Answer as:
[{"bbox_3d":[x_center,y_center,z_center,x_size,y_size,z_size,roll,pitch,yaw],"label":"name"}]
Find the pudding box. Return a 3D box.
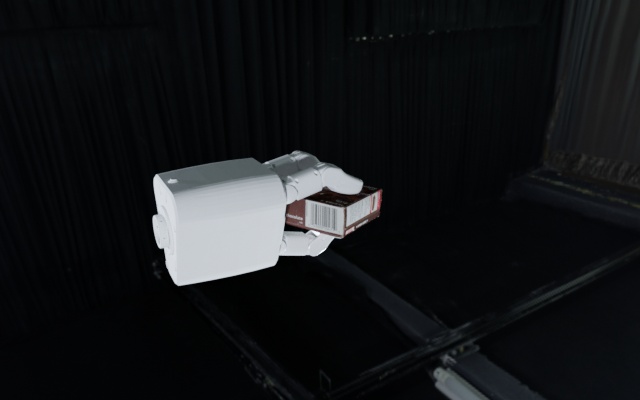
[{"bbox_3d":[0.000,0.002,0.543,0.113,0.039,0.090,15,22,29],"label":"pudding box"}]
